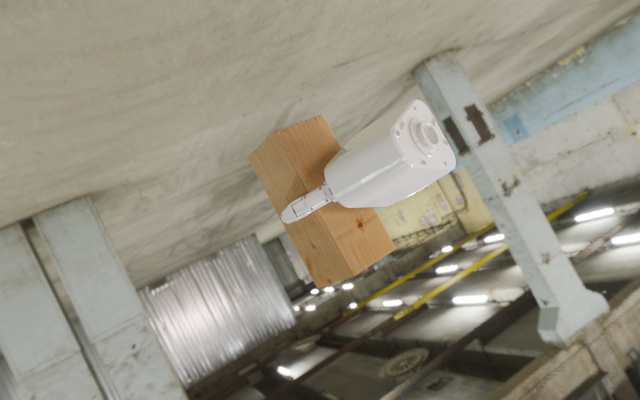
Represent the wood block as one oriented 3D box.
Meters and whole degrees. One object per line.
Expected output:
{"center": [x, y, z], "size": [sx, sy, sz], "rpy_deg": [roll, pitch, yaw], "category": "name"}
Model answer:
{"center": [0.000, 0.002, 0.648], "size": [0.091, 0.206, 0.090], "rpy_deg": [-26, -3, -37], "category": "wood block"}
